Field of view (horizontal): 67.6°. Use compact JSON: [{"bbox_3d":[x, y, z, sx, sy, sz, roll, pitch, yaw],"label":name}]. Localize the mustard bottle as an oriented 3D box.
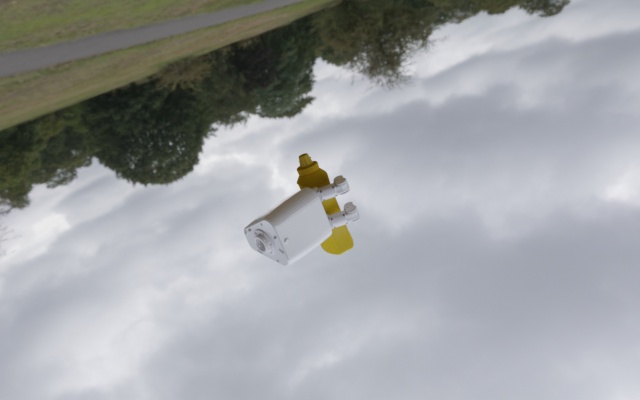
[{"bbox_3d":[0.001,0.003,0.886,0.058,0.192,0.096,-26,20,-12],"label":"mustard bottle"}]
